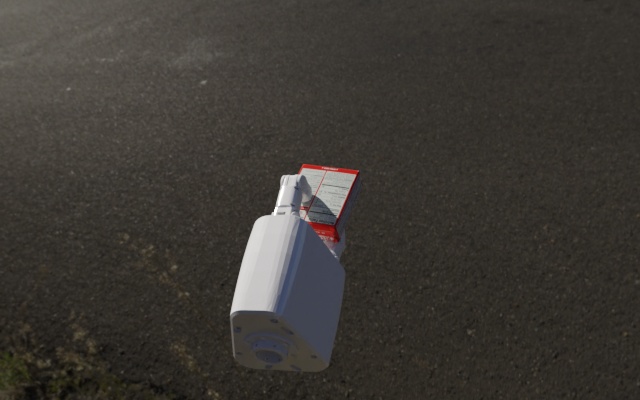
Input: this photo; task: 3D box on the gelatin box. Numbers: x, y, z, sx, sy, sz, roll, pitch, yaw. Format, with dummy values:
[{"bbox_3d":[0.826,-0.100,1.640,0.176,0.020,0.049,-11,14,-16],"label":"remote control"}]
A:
[{"bbox_3d":[0.000,0.001,0.550,0.073,0.089,0.030,8,-37,23],"label":"gelatin box"}]
